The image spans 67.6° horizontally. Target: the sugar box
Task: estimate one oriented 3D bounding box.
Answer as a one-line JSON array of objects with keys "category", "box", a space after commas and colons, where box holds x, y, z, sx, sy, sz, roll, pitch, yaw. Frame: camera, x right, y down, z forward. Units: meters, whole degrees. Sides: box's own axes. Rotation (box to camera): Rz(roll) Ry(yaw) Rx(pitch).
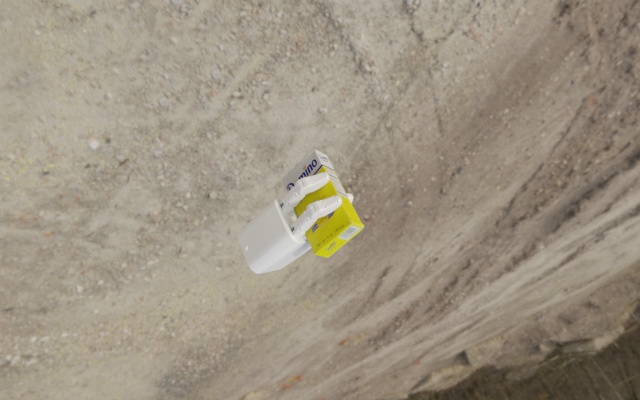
[{"category": "sugar box", "box": [0.000, 0.003, 0.851, 0.093, 0.176, 0.048, -42, -34, 22]}]
